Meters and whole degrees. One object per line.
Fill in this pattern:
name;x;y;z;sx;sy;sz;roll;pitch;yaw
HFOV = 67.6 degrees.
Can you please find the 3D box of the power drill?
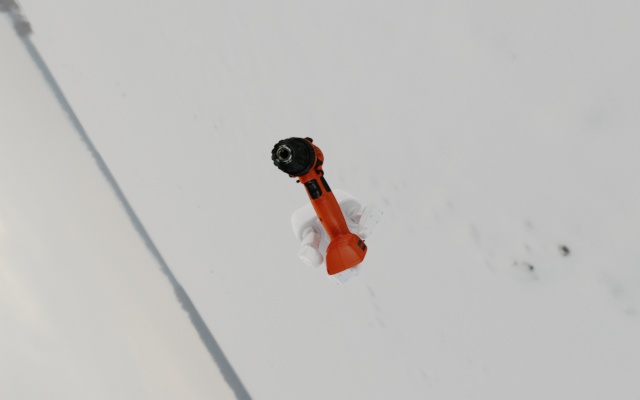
power drill;0.000;0.003;0.646;0.057;0.187;0.184;-23;0;11
